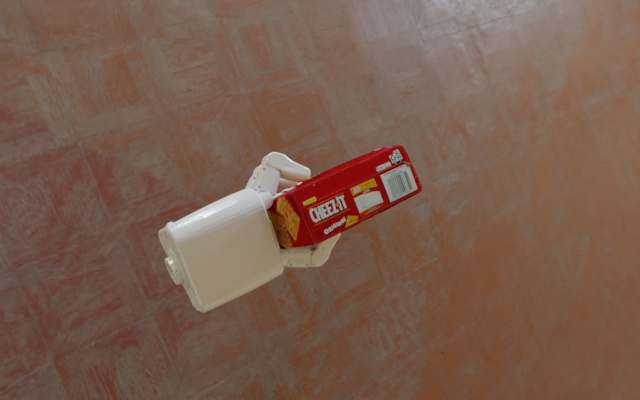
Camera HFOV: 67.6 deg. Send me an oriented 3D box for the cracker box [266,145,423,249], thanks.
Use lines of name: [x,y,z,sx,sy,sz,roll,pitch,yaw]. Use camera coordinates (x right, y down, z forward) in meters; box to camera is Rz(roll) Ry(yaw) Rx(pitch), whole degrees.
cracker box: [0.000,0.002,0.627,0.164,0.072,0.214,-25,4,-27]
